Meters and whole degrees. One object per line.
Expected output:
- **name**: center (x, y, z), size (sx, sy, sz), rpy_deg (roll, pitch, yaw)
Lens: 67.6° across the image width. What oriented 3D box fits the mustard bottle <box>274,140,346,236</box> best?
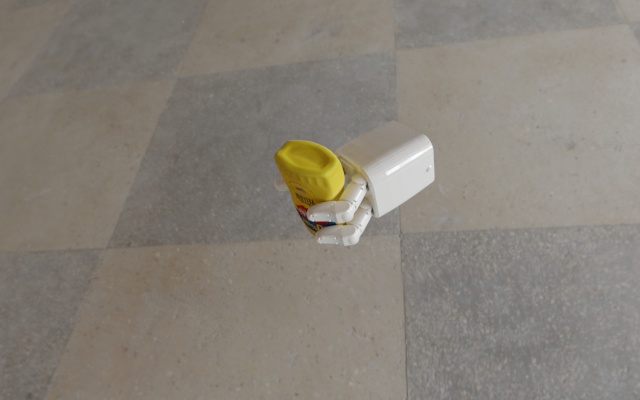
- **mustard bottle**: center (0.000, 0.002, 0.689), size (0.096, 0.058, 0.192), rpy_deg (23, -29, 30)
